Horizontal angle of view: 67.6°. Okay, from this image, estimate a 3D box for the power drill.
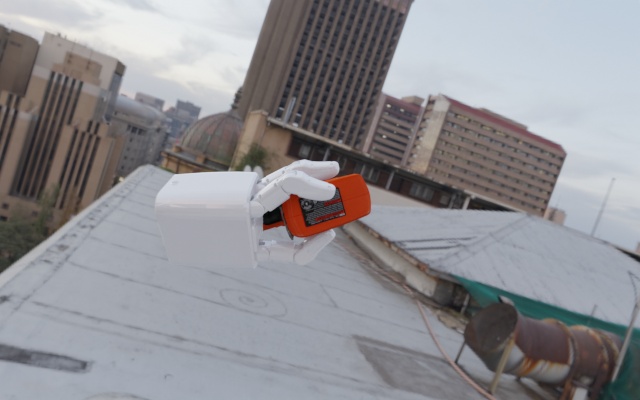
[{"bbox_3d":[0.000,0.002,0.640,0.184,0.057,0.187,-19,3,-15],"label":"power drill"}]
